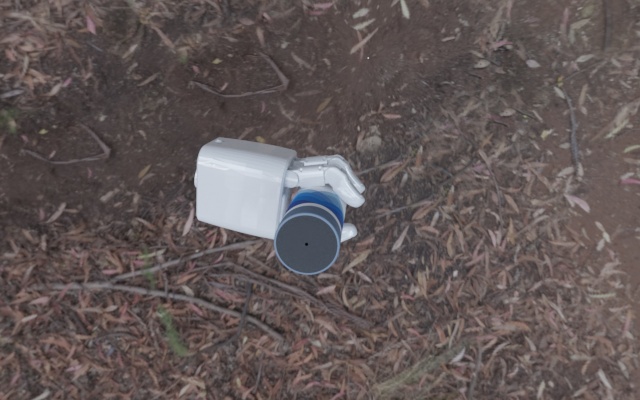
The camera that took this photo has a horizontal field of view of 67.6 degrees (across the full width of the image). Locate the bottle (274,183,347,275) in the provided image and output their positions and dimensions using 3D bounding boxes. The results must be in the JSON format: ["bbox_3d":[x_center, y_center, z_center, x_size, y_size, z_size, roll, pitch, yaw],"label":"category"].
[{"bbox_3d":[0.000,0.002,0.613,0.069,0.069,0.295,0,17,6],"label":"bottle"}]
